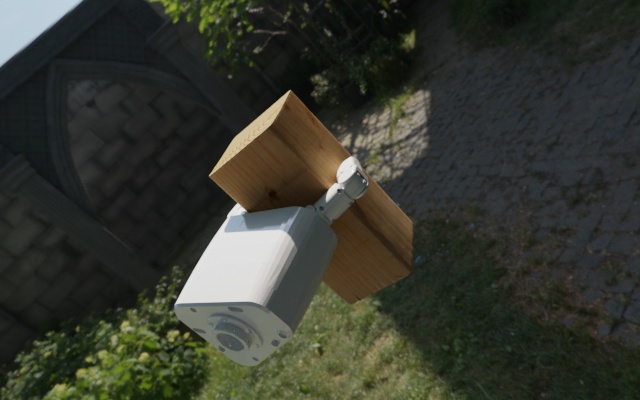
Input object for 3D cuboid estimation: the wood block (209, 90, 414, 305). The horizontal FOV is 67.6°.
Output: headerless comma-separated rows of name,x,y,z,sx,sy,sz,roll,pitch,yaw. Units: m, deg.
wood block,0.000,0.002,0.502,0.091,0.206,0.090,-34,22,28
